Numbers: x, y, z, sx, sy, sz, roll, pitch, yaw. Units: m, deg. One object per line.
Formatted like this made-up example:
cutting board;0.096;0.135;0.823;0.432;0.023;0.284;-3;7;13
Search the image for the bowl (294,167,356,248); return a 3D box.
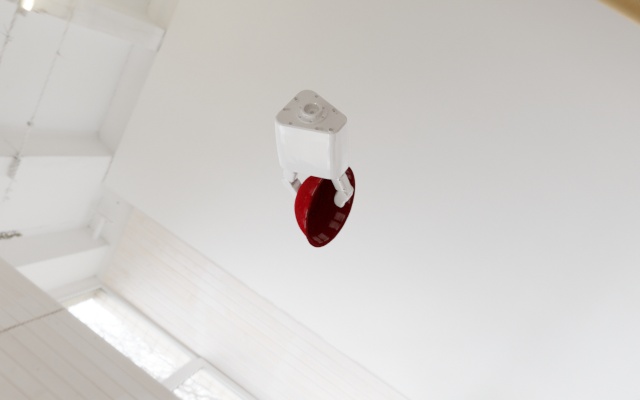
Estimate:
bowl;0.000;0.004;0.884;0.055;0.162;0.162;21;11;30
